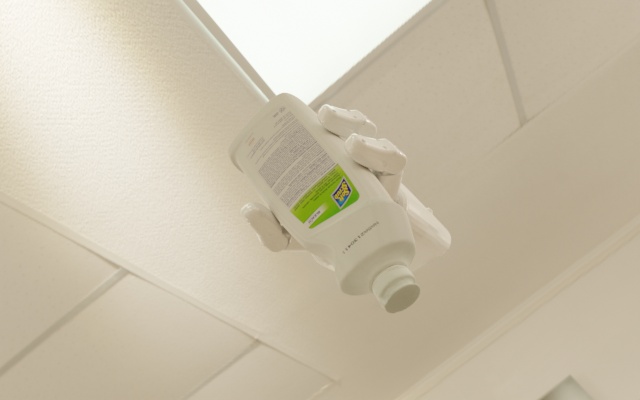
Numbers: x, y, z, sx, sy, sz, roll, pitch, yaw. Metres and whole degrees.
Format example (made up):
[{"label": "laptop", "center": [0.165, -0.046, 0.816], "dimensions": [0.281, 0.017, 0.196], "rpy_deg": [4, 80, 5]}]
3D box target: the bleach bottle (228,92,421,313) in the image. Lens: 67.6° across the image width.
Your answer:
[{"label": "bleach bottle", "center": [0.000, 0.001, 0.420], "dimensions": [0.068, 0.102, 0.250], "rpy_deg": [32, 16, -44]}]
